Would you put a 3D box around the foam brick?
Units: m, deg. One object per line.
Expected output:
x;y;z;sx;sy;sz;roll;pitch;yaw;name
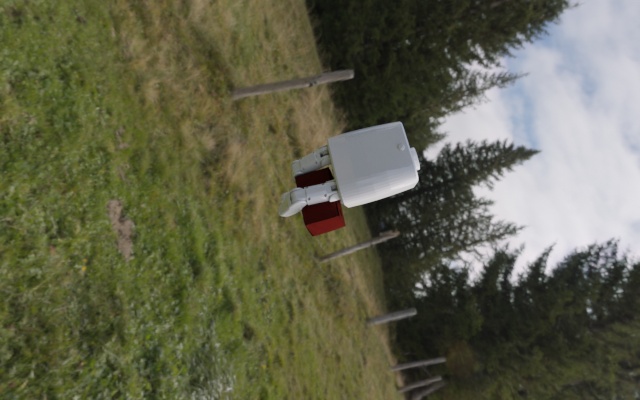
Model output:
0.000;0.003;0.677;0.051;0.078;0.053;-15;-22;6;foam brick
